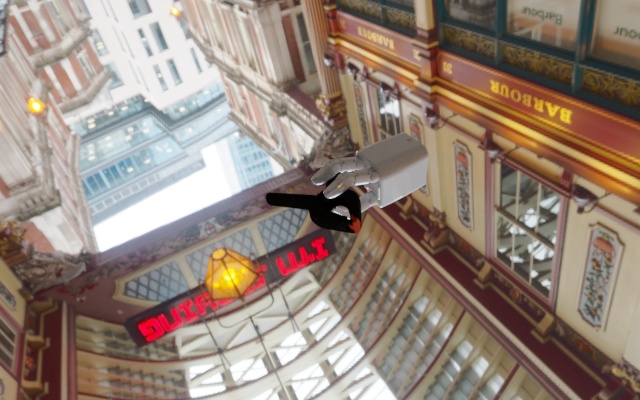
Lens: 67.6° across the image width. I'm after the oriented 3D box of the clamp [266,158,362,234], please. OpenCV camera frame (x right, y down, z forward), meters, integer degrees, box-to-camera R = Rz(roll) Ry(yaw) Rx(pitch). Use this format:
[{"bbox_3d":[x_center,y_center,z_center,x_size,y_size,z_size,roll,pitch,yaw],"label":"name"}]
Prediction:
[{"bbox_3d":[0.001,0.004,0.870,0.164,0.036,0.210,-27,38,-11],"label":"clamp"}]
